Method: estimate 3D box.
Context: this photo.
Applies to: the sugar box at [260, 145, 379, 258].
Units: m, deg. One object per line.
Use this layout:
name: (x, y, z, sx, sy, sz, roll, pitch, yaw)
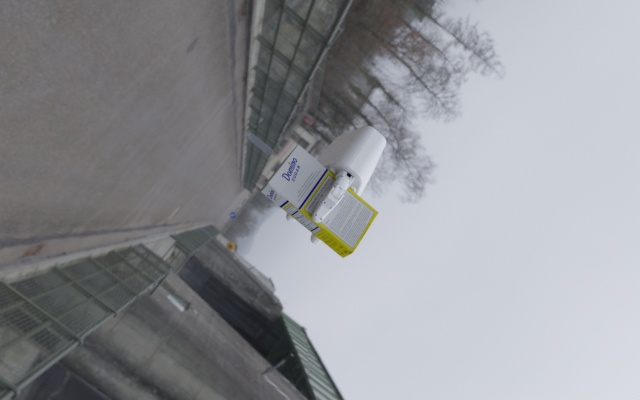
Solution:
sugar box: (0.000, 0.003, 0.772, 0.176, 0.093, 0.048, 39, -30, -6)
